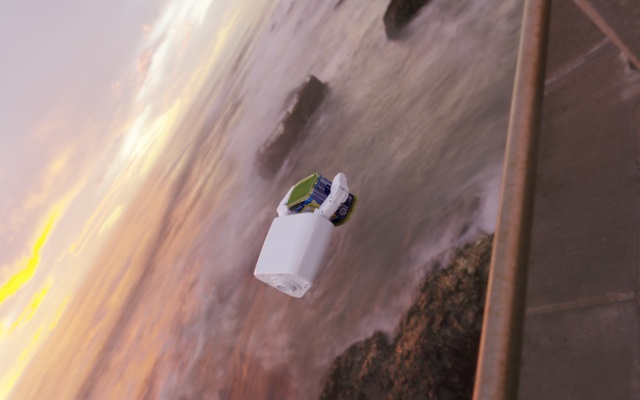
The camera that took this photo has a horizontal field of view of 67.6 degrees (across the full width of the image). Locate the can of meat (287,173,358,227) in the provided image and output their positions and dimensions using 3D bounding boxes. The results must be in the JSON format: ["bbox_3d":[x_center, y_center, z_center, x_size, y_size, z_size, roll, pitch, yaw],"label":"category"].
[{"bbox_3d":[0.000,0.002,0.814,0.084,0.057,0.102,31,-26,-19],"label":"can of meat"}]
